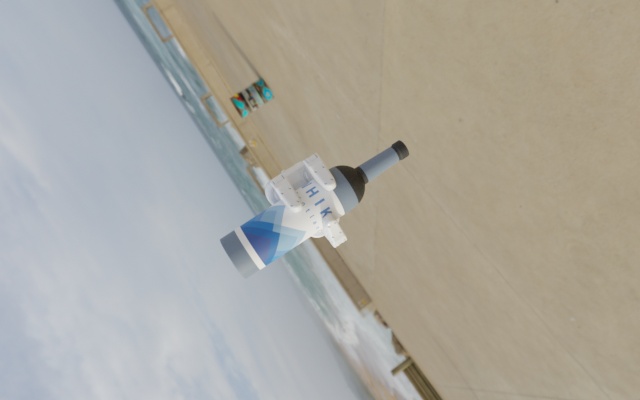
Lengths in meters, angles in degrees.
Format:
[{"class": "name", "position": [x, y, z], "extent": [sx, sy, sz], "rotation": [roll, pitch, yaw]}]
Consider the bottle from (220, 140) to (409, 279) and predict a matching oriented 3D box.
[{"class": "bottle", "position": [0.000, 0.002, 0.683], "extent": [0.295, 0.069, 0.069], "rotation": [-33, 5, -7]}]
